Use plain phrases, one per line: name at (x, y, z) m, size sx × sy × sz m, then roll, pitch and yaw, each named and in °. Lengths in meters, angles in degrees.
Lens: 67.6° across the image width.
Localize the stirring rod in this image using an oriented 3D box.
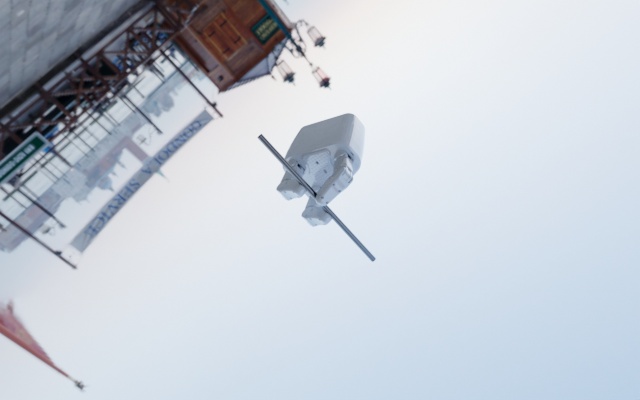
stirring rod at (0.000, 0.002, 0.637) m, size 0.239 × 0.011 × 0.011 m, roll 47°, pitch -22°, yaw -22°
